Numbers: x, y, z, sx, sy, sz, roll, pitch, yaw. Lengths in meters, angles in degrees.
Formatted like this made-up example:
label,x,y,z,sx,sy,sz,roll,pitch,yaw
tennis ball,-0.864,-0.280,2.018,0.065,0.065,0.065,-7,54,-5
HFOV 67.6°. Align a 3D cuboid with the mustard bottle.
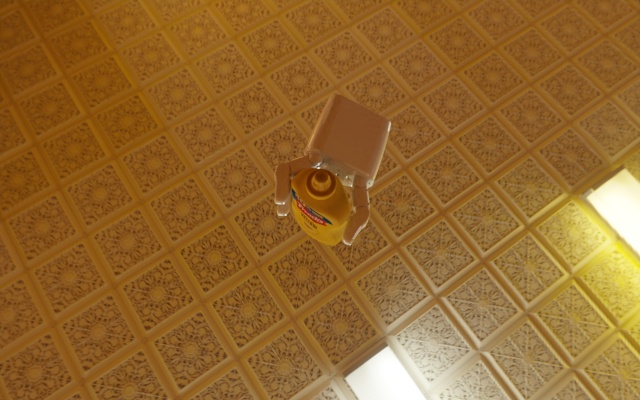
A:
label,x,y,z,sx,sy,sz,roll,pitch,yaw
mustard bottle,0.000,0.003,0.693,0.096,0.058,0.192,43,-16,13
